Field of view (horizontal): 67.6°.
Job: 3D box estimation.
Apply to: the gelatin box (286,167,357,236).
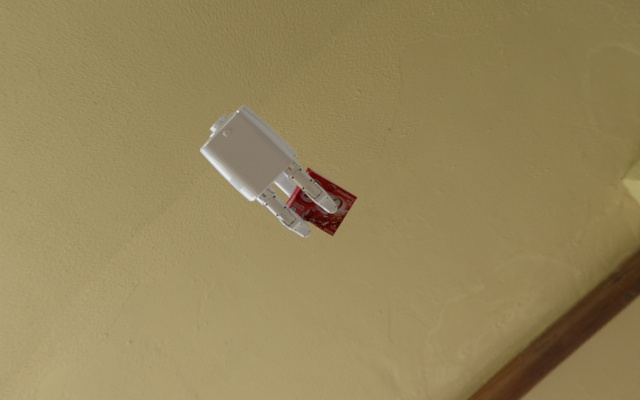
[{"bbox_3d":[0.000,0.002,0.739,0.089,0.073,0.030,30,6,-19],"label":"gelatin box"}]
